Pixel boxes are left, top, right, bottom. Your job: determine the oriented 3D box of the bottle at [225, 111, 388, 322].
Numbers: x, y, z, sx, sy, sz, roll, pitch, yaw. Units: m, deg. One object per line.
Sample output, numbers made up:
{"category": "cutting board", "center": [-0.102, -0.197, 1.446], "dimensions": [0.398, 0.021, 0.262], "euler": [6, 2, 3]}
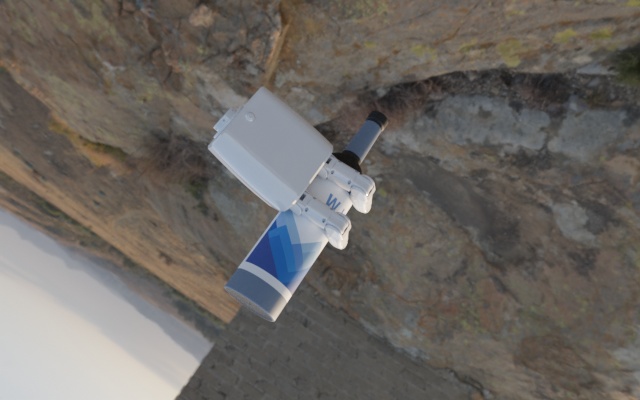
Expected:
{"category": "bottle", "center": [0.000, 0.002, 0.575], "dimensions": [0.069, 0.295, 0.069], "euler": [29, -23, 14]}
